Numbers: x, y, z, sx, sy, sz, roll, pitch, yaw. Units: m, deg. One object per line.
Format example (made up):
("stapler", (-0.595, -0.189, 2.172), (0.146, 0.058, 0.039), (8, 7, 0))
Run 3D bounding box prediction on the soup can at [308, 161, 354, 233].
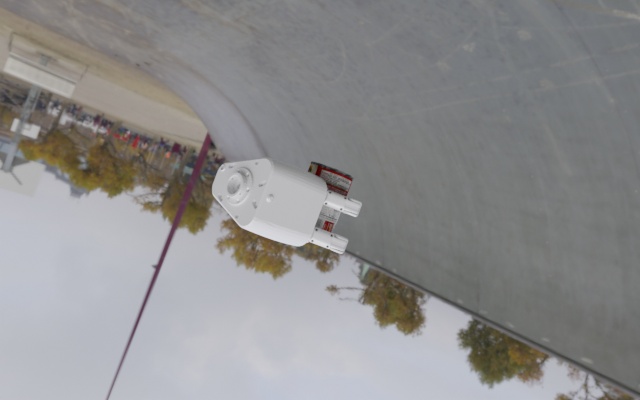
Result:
("soup can", (0.000, 0.003, 0.701), (0.068, 0.102, 0.068), (20, -1, 0))
